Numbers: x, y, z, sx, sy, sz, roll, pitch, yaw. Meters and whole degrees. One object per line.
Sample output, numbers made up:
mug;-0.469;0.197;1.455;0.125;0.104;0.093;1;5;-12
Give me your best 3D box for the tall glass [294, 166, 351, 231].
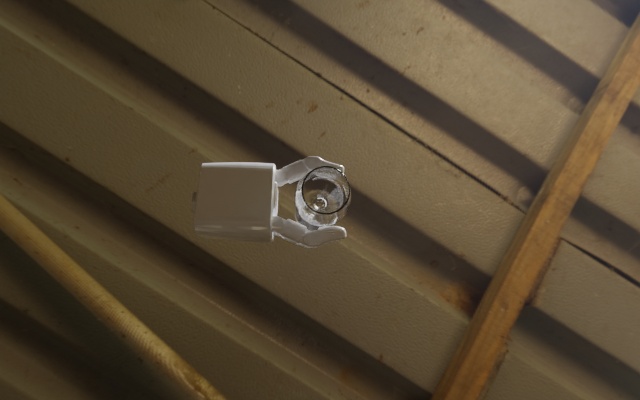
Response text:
tall glass;0.000;0.002;0.693;0.079;0.079;0.201;0;-9;-4
